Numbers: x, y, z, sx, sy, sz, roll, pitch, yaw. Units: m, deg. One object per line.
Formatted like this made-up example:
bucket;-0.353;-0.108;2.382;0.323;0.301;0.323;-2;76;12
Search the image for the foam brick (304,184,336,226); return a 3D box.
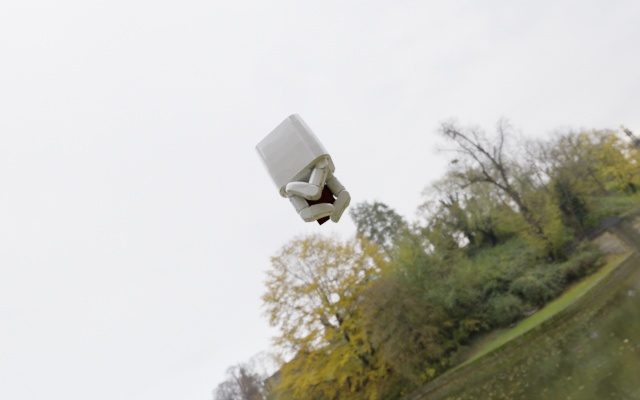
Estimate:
foam brick;0.000;0.003;0.876;0.053;0.051;0.078;-33;-22;-1
